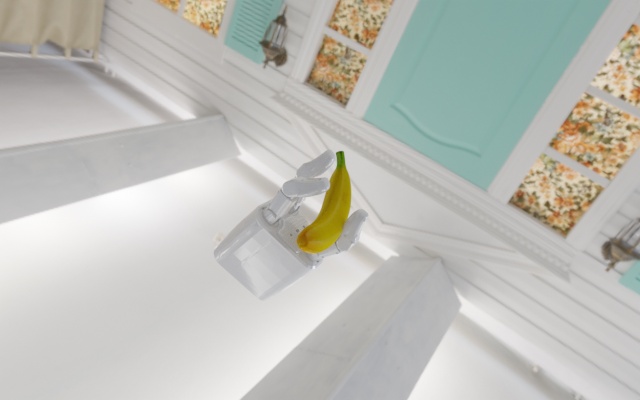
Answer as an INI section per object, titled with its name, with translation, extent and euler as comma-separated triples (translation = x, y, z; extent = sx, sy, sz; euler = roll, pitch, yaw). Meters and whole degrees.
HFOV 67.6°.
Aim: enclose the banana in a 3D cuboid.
[banana]
translation = 0.009, 0.015, 0.609
extent = 0.037, 0.070, 0.197
euler = -14, 31, 24
